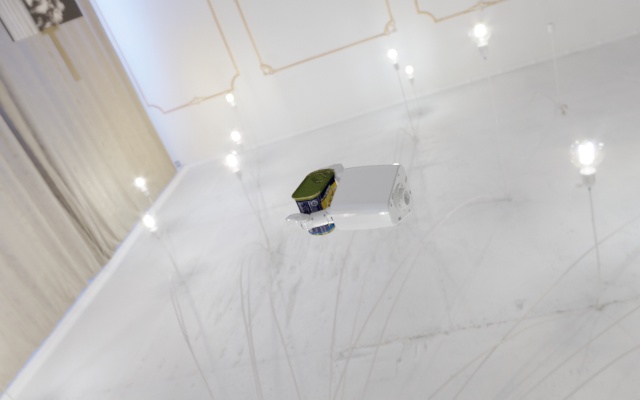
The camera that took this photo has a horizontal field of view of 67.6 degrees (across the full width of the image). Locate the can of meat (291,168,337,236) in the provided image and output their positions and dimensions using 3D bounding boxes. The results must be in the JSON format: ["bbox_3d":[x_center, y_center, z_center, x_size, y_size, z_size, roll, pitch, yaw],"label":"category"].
[{"bbox_3d":[0.000,0.003,0.872,0.057,0.084,0.102,-7,29,29],"label":"can of meat"}]
